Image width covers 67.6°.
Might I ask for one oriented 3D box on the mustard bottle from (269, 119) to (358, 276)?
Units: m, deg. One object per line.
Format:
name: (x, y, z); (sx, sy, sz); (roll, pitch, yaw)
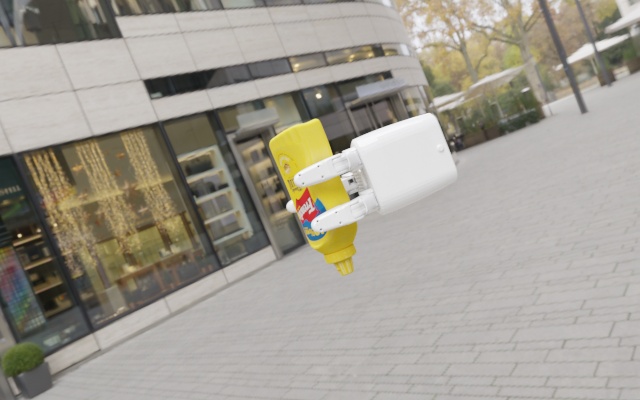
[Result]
mustard bottle: (0.000, 0.002, 0.596); (0.058, 0.191, 0.096); (-23, 3, -29)
